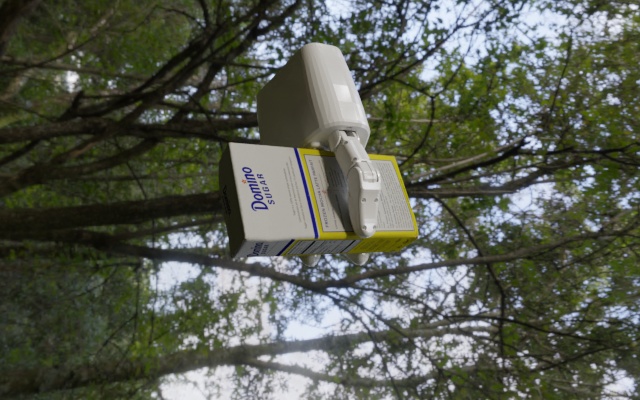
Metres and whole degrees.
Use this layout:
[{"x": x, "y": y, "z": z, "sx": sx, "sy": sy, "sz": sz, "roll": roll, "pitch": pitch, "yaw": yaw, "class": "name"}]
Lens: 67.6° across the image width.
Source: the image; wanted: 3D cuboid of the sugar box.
[{"x": 0.000, "y": 0.002, "z": 0.437, "sx": 0.176, "sy": 0.093, "sz": 0.048, "roll": 1, "pitch": -29, "yaw": -27, "class": "sugar box"}]
